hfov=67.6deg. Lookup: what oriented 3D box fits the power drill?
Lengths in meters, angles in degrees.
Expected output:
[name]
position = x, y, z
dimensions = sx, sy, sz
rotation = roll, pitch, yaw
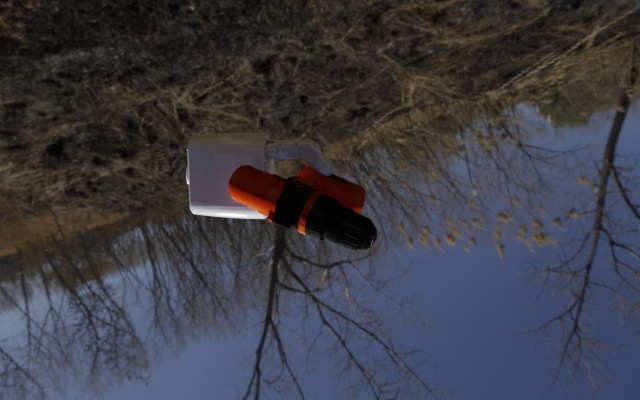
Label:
[power drill]
position = 0.000, 0.002, 0.609
dimensions = 0.184, 0.057, 0.187
rotation = 25, 11, 15
